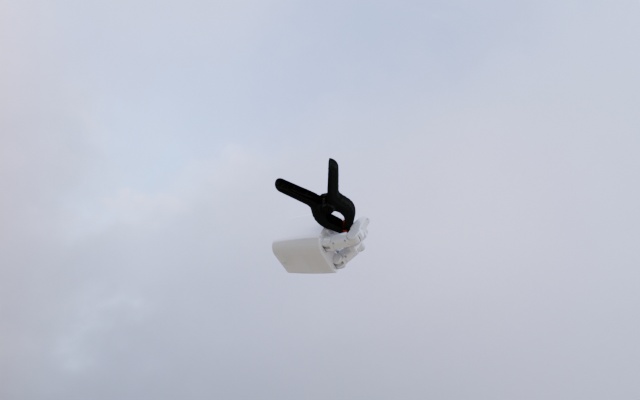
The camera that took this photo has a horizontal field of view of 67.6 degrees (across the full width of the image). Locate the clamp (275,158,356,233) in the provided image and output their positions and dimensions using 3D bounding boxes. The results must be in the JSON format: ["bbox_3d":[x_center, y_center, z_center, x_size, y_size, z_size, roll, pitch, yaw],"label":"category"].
[{"bbox_3d":[0.000,0.002,0.841,0.120,0.172,0.039,-8,41,25],"label":"clamp"}]
